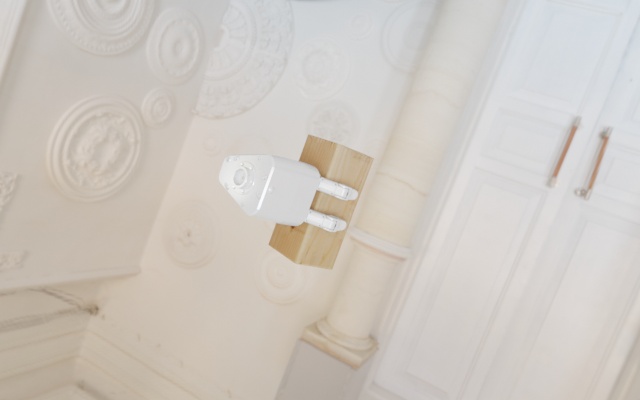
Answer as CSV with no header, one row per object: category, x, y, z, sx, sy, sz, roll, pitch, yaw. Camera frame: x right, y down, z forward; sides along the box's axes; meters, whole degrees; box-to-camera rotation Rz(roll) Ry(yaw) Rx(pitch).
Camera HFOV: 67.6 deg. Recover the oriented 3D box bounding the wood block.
wood block,0.000,0.003,0.826,0.090,0.206,0.090,16,7,-42
